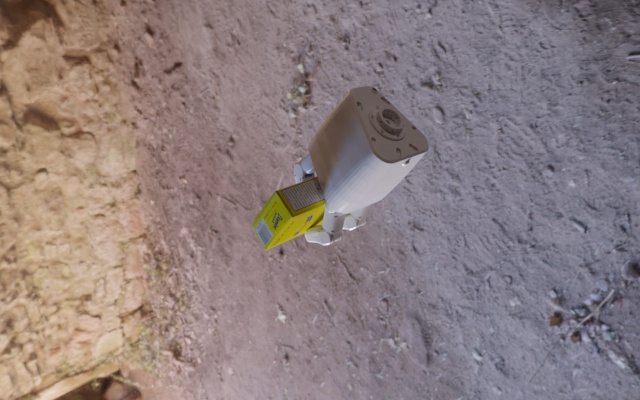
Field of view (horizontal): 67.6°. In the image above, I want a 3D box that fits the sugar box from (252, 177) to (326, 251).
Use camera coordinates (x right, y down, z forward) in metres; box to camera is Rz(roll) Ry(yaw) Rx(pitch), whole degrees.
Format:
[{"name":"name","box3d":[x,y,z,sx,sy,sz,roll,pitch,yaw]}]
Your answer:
[{"name":"sugar box","box3d":[0.000,0.003,0.644,0.176,0.048,0.093,-20,-20,-38]}]
